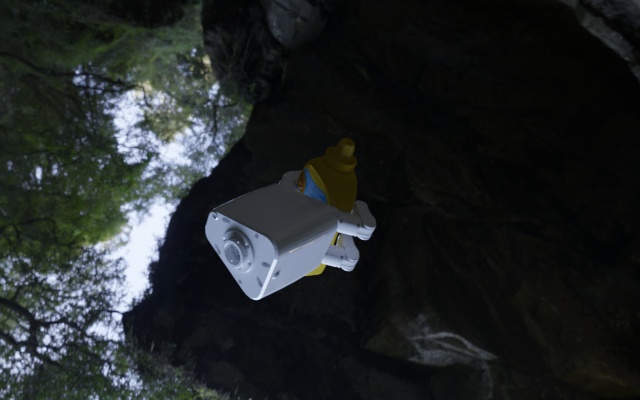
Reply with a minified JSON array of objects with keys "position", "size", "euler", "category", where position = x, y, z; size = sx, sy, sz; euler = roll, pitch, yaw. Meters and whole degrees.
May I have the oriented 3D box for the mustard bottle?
[{"position":[0.000,0.002,0.629],"size":[0.058,0.192,0.096],"euler":[0,40,-32],"category":"mustard bottle"}]
